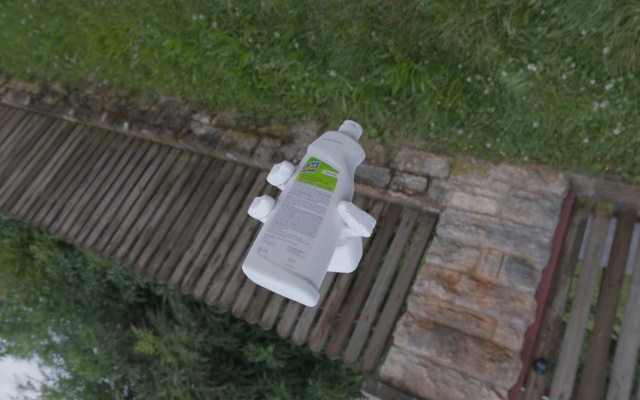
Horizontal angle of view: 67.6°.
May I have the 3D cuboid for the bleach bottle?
[{"bbox_3d":[0.000,0.002,0.621,0.102,0.250,0.068,20,-23,19],"label":"bleach bottle"}]
